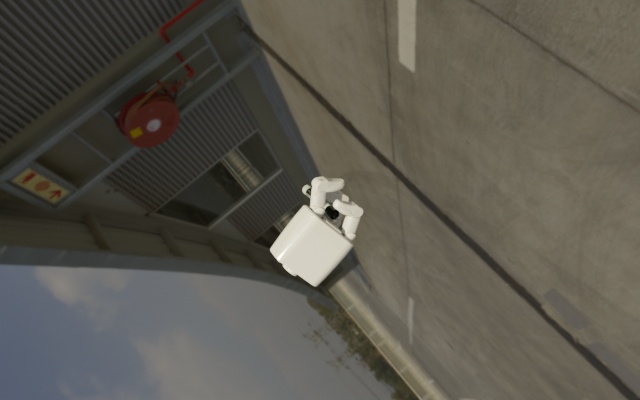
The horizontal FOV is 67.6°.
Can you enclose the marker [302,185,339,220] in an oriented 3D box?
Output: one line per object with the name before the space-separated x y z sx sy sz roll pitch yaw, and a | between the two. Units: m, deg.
marker | 0.000 0.003 0.872 0.020 0.020 0.121 0 24 -30
